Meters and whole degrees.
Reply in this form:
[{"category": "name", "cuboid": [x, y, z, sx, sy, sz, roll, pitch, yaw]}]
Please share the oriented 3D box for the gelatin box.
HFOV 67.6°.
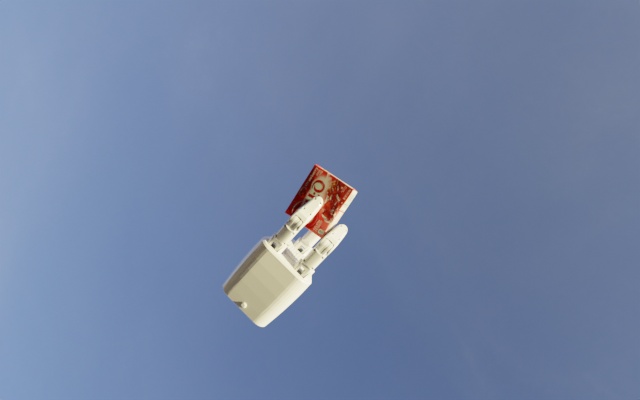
[{"category": "gelatin box", "cuboid": [0.000, 0.002, 0.723, 0.073, 0.089, 0.030, 35, 4, 18]}]
